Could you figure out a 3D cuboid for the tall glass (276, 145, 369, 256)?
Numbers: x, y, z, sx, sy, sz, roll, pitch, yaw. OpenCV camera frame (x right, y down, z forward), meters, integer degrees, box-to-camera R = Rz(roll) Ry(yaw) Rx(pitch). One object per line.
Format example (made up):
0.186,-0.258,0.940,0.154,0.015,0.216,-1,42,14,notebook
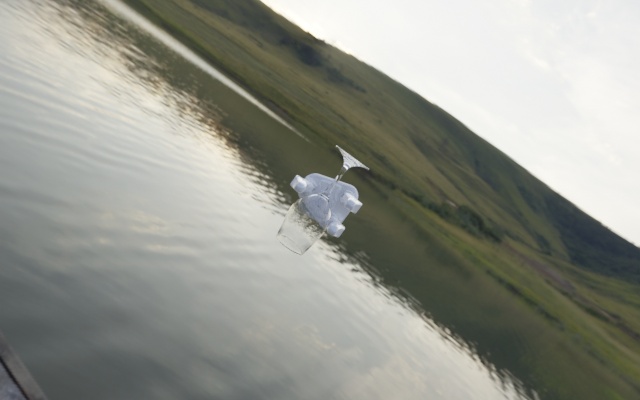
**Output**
0.000,0.002,0.869,0.079,0.201,0.079,35,7,-5,tall glass
